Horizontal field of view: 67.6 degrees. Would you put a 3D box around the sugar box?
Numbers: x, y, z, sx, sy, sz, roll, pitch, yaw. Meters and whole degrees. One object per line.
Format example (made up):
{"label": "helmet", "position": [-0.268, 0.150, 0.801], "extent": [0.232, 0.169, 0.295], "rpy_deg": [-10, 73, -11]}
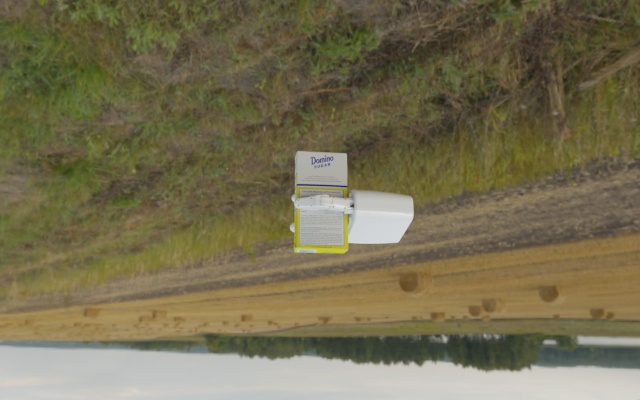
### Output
{"label": "sugar box", "position": [0.000, 0.003, 0.846], "extent": [0.093, 0.176, 0.048], "rpy_deg": [3, -17, -8]}
